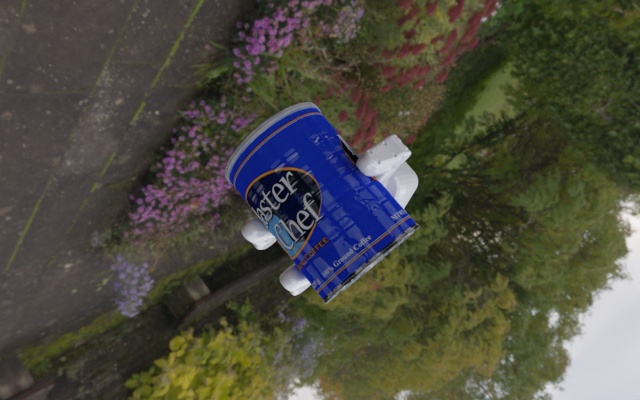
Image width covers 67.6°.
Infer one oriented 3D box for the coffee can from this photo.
[{"bbox_3d":[0.000,0.001,0.412,0.103,0.140,0.103,-38,-11,-9],"label":"coffee can"}]
